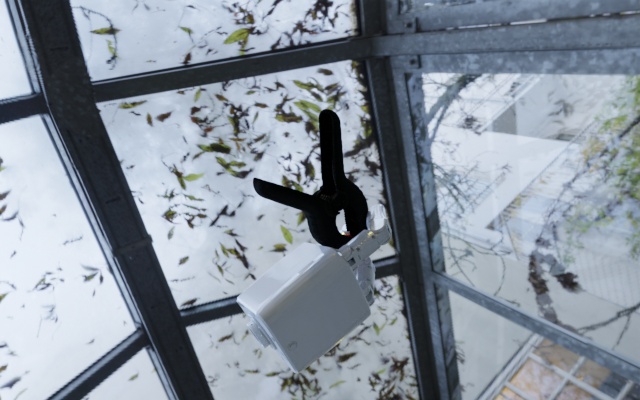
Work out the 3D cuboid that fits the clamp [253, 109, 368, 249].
[{"bbox_3d":[0.000,0.002,0.520,0.120,0.171,0.039,-36,30,-20],"label":"clamp"}]
